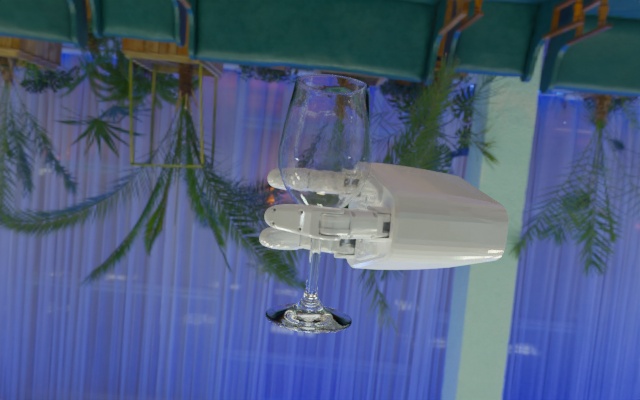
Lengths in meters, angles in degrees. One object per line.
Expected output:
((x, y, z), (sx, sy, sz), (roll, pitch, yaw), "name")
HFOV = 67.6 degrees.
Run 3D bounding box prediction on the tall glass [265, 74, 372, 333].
((0.000, 0.002, 0.401), (0.079, 0.201, 0.079), (5, 3, 0), "tall glass")
